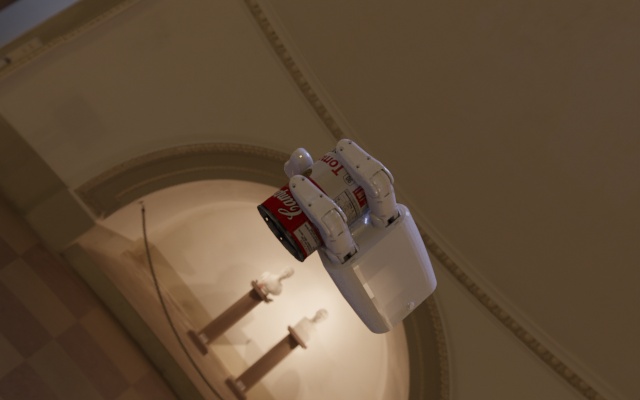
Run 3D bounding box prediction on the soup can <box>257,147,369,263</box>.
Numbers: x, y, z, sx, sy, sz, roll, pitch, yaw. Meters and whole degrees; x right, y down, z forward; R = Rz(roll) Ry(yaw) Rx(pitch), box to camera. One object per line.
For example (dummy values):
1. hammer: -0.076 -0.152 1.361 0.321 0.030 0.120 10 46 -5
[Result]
1. soup can: 0.000 0.001 0.457 0.102 0.068 0.068 -38 10 -13
